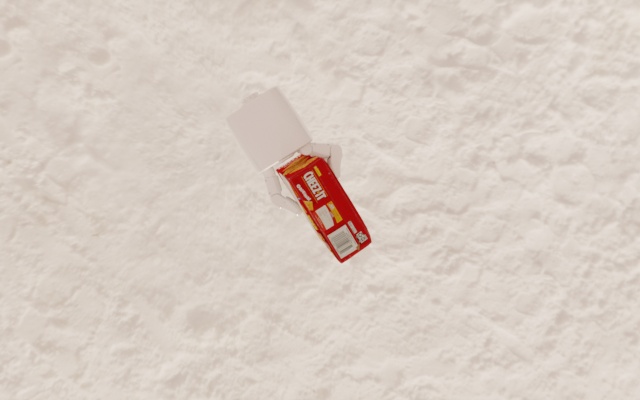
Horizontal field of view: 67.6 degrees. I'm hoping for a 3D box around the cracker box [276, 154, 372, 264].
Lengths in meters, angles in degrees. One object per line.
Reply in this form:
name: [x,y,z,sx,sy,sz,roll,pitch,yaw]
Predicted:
cracker box: [0.000,0.003,0.842,0.072,0.164,0.213,-33,12,-4]
